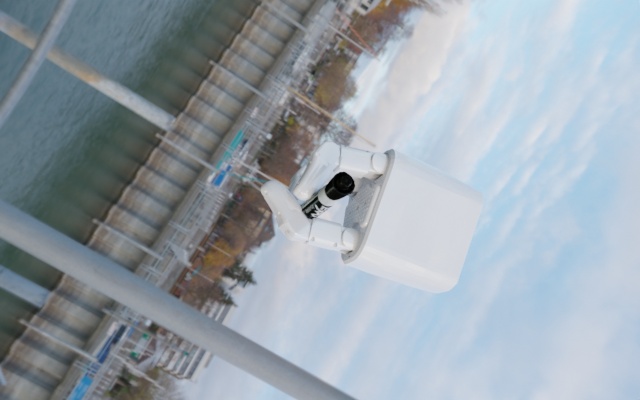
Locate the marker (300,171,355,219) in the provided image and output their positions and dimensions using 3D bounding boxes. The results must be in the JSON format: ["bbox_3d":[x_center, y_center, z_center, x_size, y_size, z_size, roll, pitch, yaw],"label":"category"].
[{"bbox_3d":[0.000,0.001,0.413,0.020,0.020,0.121,0,-16,-20],"label":"marker"}]
